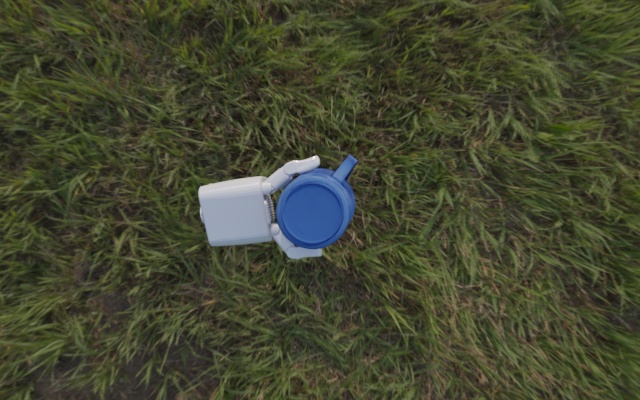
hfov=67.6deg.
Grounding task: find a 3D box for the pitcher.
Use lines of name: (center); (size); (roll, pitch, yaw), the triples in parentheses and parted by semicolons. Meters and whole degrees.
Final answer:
pitcher: (0.000, 0.003, 0.802); (0.145, 0.149, 0.243); (-7, 3, 3)
